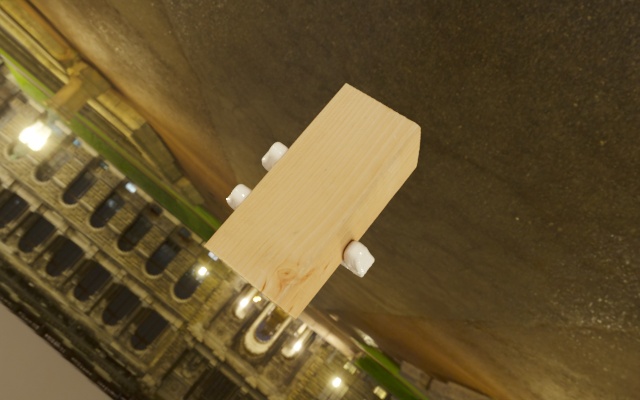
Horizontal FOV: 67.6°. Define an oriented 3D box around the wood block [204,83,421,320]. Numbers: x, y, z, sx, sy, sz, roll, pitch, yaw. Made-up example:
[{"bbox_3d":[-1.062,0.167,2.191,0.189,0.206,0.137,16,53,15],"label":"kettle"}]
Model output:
[{"bbox_3d":[0.000,0.002,0.468,0.091,0.206,0.090,35,-13,19],"label":"wood block"}]
